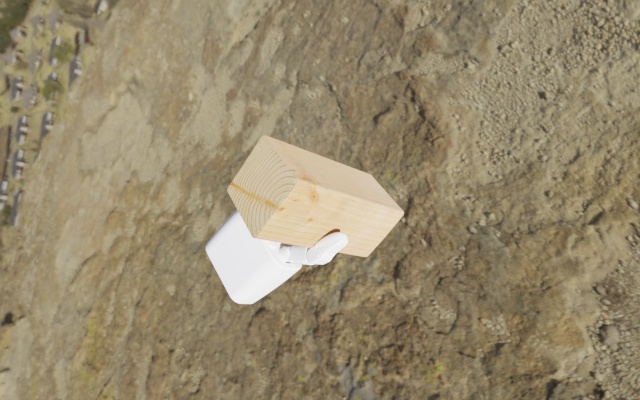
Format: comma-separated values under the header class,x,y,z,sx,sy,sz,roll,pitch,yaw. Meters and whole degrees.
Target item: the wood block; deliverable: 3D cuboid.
class,x,y,z,sx,sy,sz,roll,pitch,yaw
wood block,0.000,0.002,0.614,0.206,0.090,0.090,15,30,-46
